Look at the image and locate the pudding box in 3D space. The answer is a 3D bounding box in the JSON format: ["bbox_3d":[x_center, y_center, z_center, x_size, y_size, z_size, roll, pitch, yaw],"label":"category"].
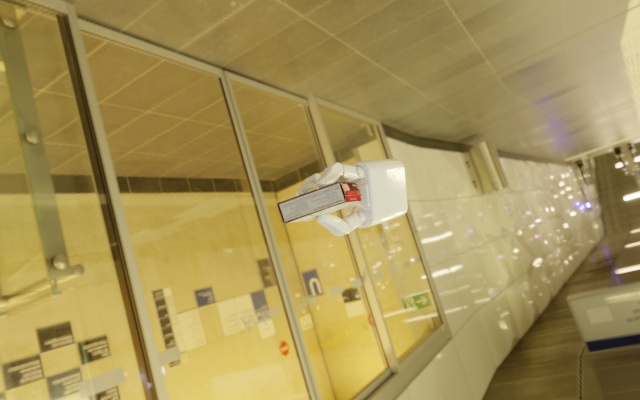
[{"bbox_3d":[0.000,0.003,0.768,0.113,0.039,0.090,-21,-7,19],"label":"pudding box"}]
